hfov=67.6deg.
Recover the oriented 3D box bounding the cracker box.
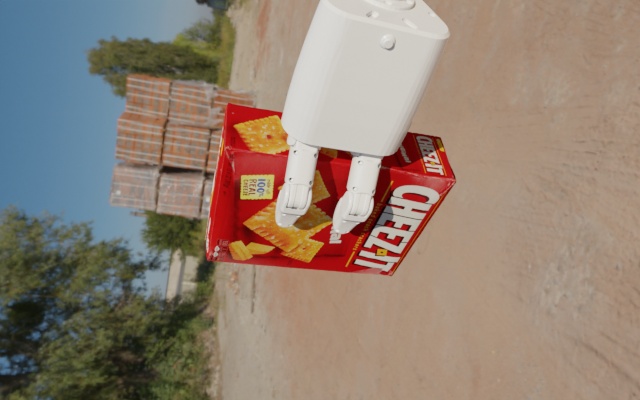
[{"bbox_3d":[0.000,0.001,0.482,0.214,0.072,0.164,7,-43,-15],"label":"cracker box"}]
